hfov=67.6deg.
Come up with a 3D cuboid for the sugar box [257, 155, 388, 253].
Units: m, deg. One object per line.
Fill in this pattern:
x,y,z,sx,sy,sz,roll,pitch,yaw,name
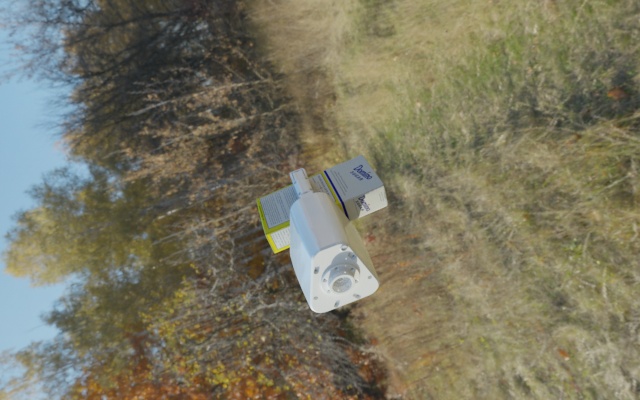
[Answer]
0.000,0.003,0.691,0.176,0.048,0.093,-20,37,-3,sugar box
